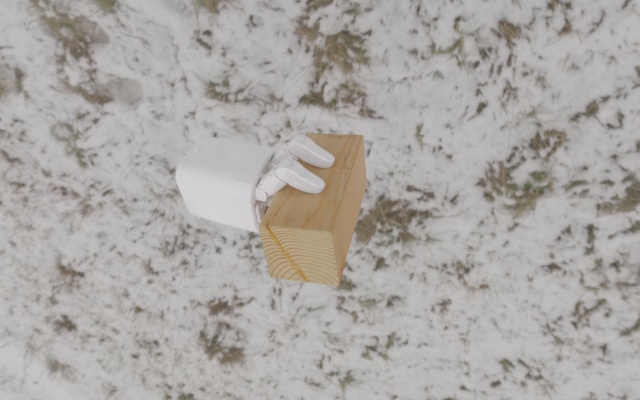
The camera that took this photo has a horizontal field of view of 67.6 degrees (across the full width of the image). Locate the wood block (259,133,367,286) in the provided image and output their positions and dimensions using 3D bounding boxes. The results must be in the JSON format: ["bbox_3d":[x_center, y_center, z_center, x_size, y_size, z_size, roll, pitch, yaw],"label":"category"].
[{"bbox_3d":[0.000,0.002,0.634,0.090,0.091,0.206,4,40,14],"label":"wood block"}]
